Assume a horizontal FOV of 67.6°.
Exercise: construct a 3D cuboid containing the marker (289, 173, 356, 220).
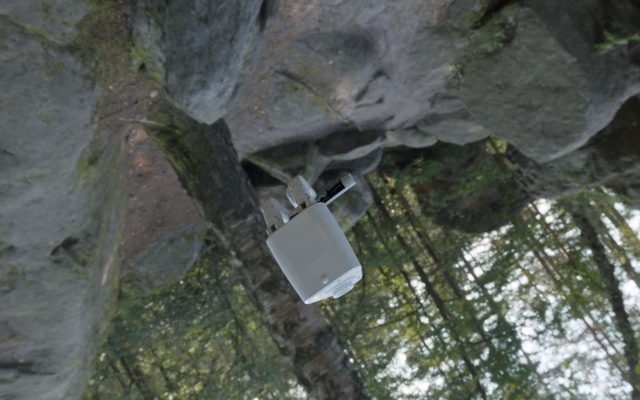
[{"bbox_3d":[0.000,0.002,0.720,0.121,0.020,0.020,-37,-9,12],"label":"marker"}]
